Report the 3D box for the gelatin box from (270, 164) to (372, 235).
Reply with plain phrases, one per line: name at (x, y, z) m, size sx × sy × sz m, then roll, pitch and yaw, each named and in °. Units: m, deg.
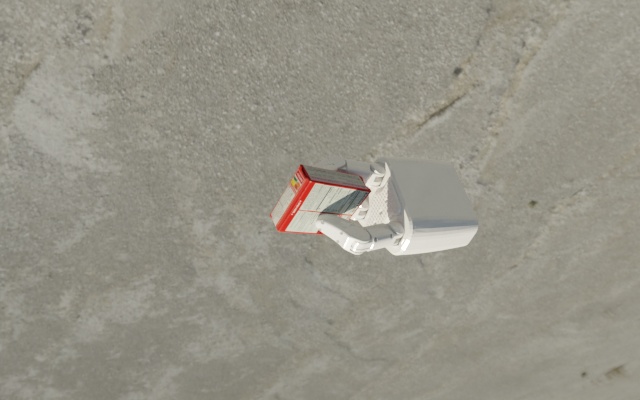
gelatin box at (0.000, 0.002, 0.521) m, size 0.089 × 0.073 × 0.030 m, roll 7°, pitch 39°, yaw -39°
